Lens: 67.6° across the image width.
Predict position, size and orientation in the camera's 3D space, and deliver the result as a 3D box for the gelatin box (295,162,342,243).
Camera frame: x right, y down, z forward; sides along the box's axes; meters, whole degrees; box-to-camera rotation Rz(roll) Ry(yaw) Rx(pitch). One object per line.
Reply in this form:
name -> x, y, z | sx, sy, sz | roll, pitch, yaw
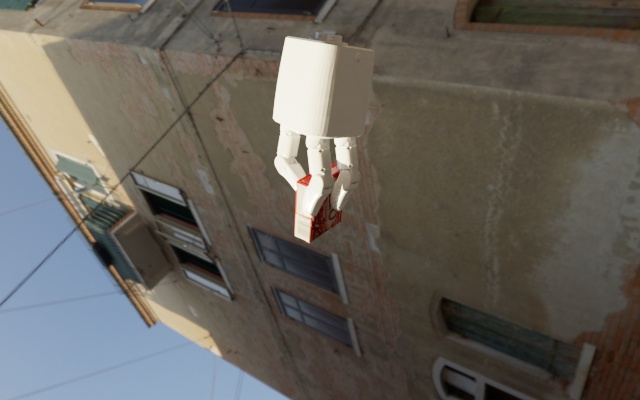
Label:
gelatin box -> 0.000, 0.002, 0.641 | 0.030, 0.089, 0.073 | 24, 36, 30
